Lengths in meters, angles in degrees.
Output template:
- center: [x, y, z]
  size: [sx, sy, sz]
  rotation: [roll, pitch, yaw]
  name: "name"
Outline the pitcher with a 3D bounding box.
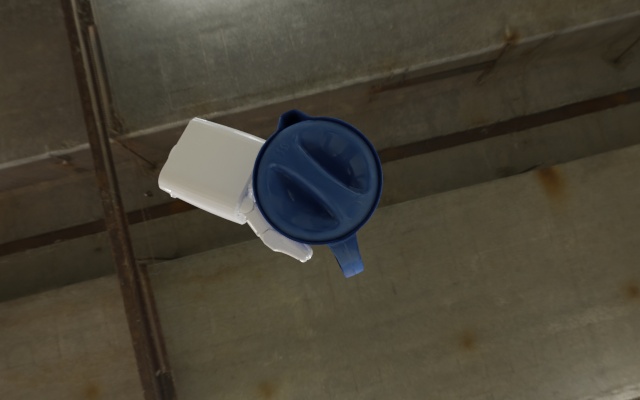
- center: [0.000, 0.002, 0.596]
  size: [0.145, 0.149, 0.243]
  rotation: [21, -6, 3]
  name: "pitcher"
